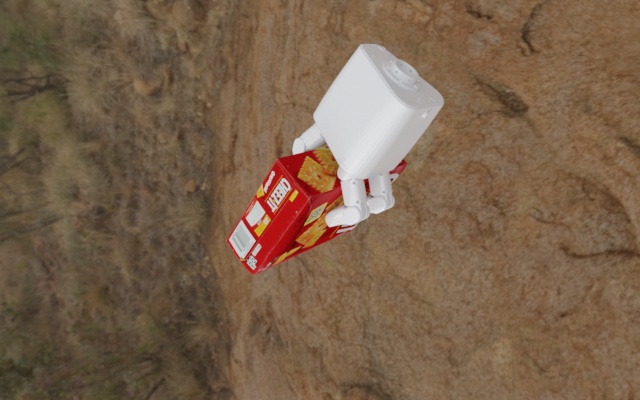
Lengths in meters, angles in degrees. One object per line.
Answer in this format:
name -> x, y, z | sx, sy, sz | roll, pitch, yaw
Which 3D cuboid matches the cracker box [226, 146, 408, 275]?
cracker box -> 0.000, 0.002, 0.643 | 0.213, 0.072, 0.164 | -19, -26, -47
